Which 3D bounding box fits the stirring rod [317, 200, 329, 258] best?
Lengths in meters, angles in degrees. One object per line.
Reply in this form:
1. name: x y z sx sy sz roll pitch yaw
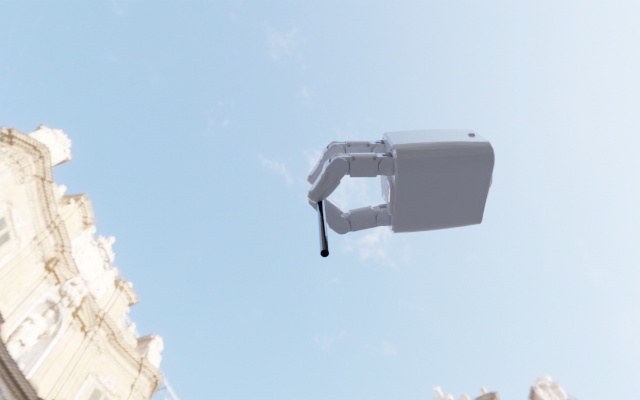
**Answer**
1. stirring rod: 0.000 0.002 0.519 0.011 0.011 0.239 0 21 -2
